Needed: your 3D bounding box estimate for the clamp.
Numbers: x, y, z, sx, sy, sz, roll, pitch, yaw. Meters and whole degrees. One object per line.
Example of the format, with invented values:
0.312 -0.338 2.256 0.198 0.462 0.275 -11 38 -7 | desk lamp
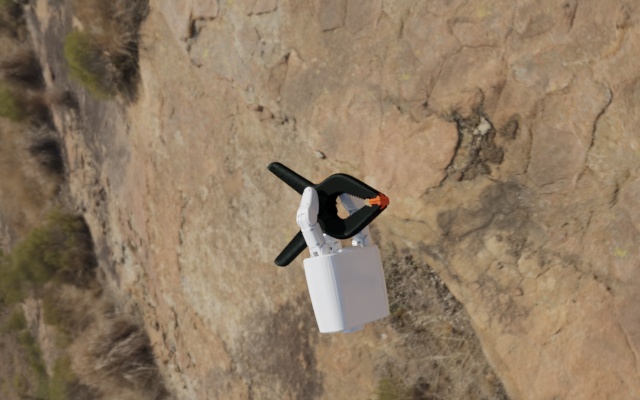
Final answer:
0.000 0.002 0.702 0.210 0.164 0.036 -16 -9 35 | clamp
